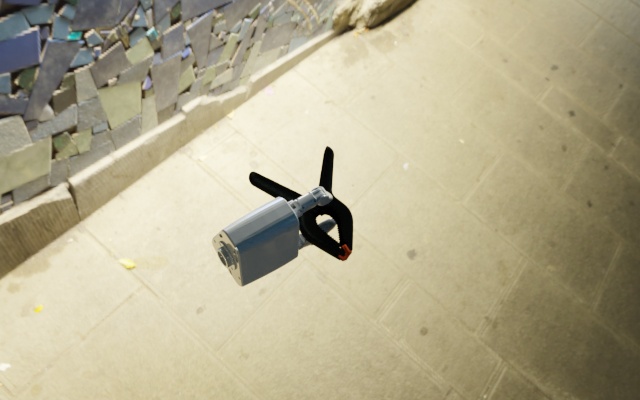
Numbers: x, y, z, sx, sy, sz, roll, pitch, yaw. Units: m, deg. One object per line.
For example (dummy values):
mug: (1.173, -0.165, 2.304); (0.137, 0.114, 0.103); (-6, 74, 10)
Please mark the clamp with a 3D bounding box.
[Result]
clamp: (0.000, 0.003, 0.805); (0.164, 0.210, 0.036); (-29, -18, -26)
